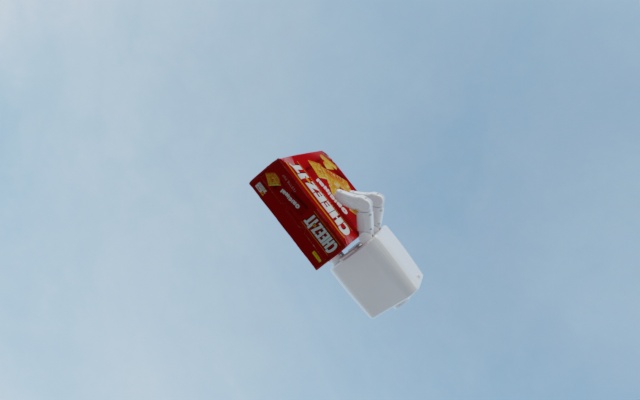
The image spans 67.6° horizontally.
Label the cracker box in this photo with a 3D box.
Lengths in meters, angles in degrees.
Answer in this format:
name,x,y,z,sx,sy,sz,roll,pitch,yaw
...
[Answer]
name,x,y,z,sx,sy,sz,roll,pitch,yaw
cracker box,0.000,0.003,0.779,0.072,0.164,0.213,-40,-5,19
